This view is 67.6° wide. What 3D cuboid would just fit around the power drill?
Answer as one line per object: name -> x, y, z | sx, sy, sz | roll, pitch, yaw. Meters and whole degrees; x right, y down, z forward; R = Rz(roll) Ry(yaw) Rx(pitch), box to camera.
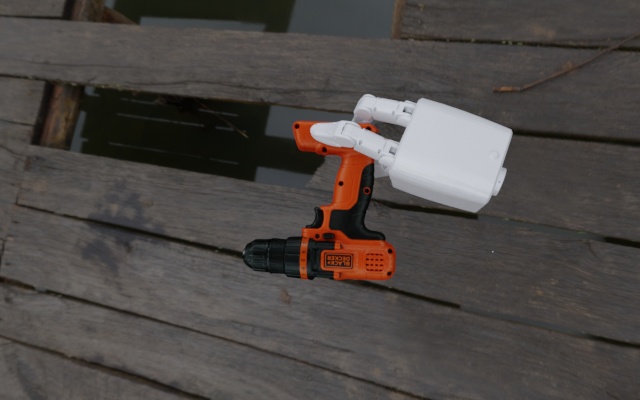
power drill -> 0.000, 0.001, 0.574 | 0.184, 0.187, 0.057 | 2, 0, 5
